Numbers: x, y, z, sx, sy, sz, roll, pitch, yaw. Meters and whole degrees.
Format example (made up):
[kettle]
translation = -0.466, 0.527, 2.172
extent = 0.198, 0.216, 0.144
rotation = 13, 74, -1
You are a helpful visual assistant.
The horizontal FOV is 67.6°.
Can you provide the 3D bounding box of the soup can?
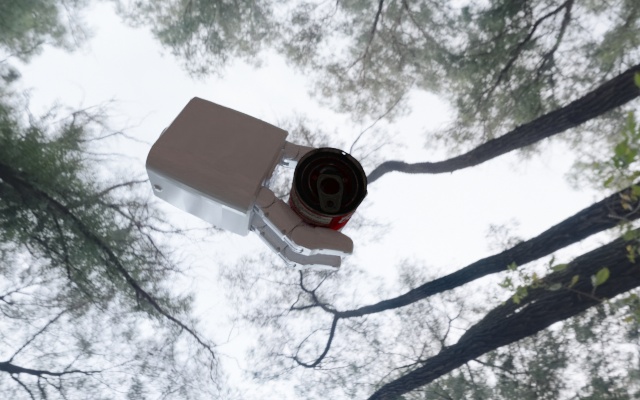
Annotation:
[soup can]
translation = 0.001, 0.002, 0.470
extent = 0.068, 0.068, 0.102
rotation = 0, -23, -11
